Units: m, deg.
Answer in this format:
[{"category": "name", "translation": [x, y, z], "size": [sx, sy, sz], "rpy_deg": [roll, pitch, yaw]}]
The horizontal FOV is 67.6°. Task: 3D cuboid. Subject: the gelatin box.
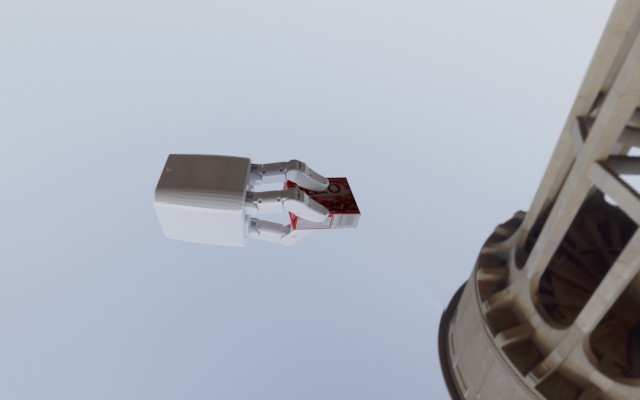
[{"category": "gelatin box", "translation": [0.000, 0.002, 0.628], "size": [0.089, 0.030, 0.073], "rpy_deg": [-1, 43, -17]}]
